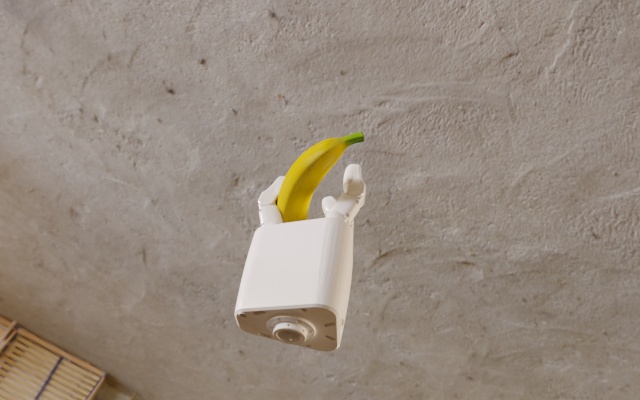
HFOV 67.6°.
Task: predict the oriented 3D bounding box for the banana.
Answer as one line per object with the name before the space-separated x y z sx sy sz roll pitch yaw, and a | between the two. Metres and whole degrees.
banana | -0.016 -0.004 0.562 0.069 0.037 0.198 11 -45 -19
